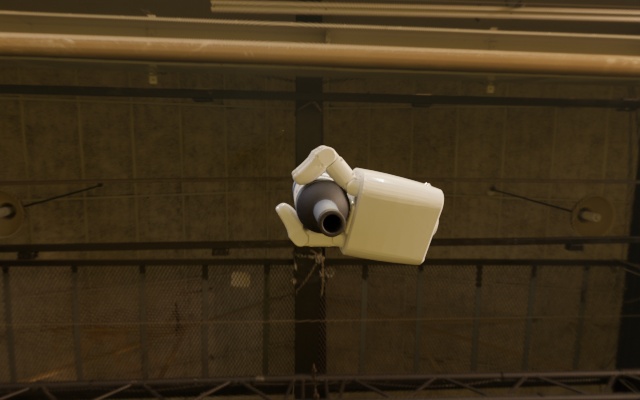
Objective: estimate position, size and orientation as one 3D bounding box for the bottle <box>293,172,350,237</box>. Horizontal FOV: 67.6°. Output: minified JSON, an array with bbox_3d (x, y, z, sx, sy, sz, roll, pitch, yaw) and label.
[{"bbox_3d":[0.000,0.002,0.618,0.069,0.069,0.295,0,8,-5],"label":"bottle"}]
